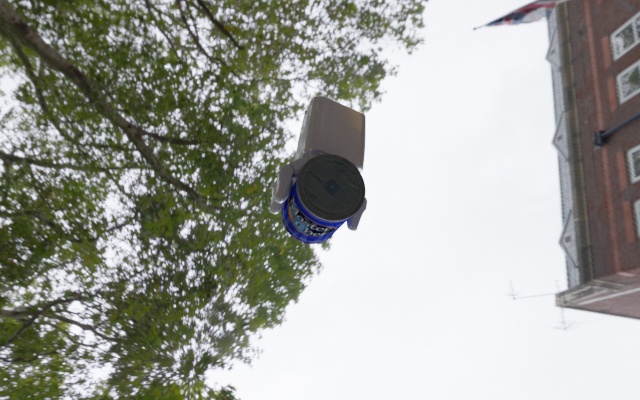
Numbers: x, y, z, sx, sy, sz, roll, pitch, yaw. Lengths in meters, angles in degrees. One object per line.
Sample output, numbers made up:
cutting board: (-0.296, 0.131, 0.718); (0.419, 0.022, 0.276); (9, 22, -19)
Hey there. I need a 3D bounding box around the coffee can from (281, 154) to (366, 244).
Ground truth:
coffee can: (0.000, 0.003, 0.749); (0.103, 0.102, 0.140); (0, -19, -15)
